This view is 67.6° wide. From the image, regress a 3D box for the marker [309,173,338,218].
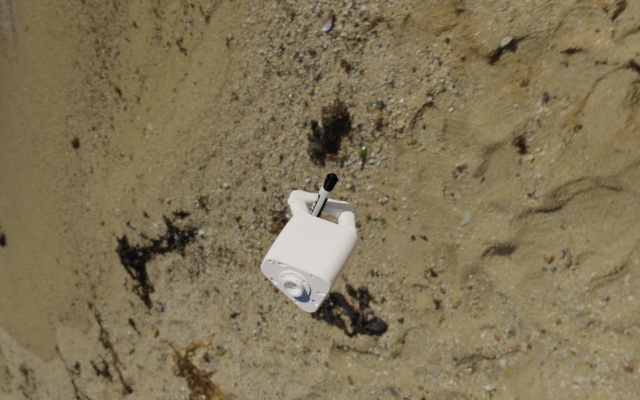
[{"bbox_3d":[0.000,0.002,0.739,0.020,0.020,0.121,0,-41,-25],"label":"marker"}]
